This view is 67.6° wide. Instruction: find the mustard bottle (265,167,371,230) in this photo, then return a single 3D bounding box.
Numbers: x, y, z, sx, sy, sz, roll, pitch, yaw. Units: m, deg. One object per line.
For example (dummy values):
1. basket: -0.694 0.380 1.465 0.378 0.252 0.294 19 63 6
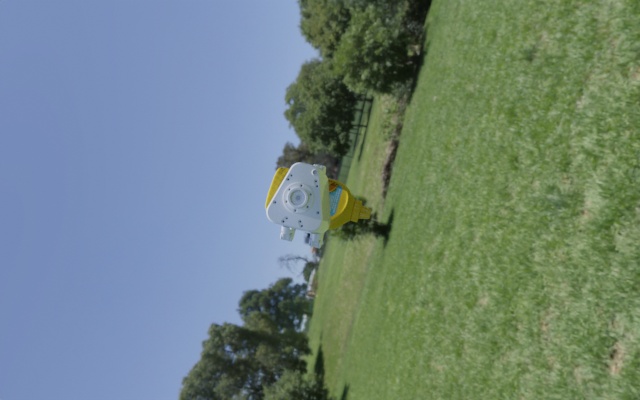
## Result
1. mustard bottle: 0.000 0.003 0.895 0.191 0.096 0.058 13 -27 7
